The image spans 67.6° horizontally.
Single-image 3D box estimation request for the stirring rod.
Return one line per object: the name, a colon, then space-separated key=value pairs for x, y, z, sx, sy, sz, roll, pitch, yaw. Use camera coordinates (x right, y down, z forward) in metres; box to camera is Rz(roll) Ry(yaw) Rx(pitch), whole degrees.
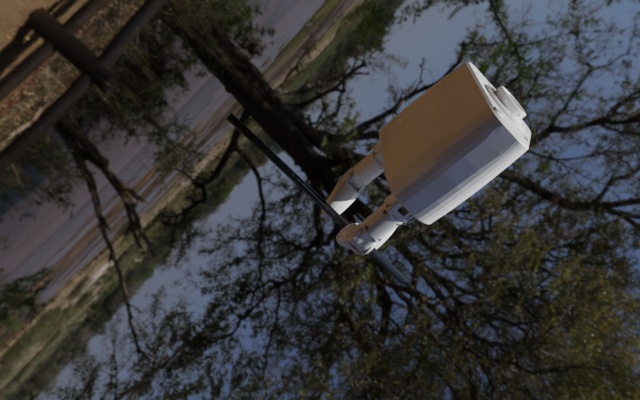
stirring rod: x=0.000 y=0.001 z=0.472 sx=0.239 sy=0.011 sz=0.011 roll=43 pitch=-11 yaw=-12
